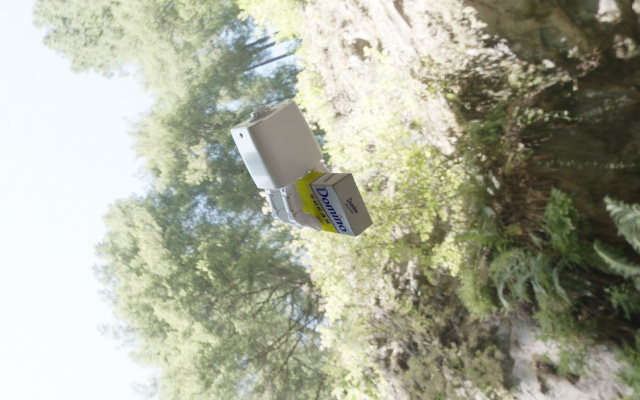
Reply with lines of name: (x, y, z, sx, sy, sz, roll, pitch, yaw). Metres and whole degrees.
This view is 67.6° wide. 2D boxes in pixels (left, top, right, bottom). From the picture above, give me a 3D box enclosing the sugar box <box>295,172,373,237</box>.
sugar box: (0.000, 0.003, 0.776, 0.048, 0.093, 0.176, -34, 21, -25)
